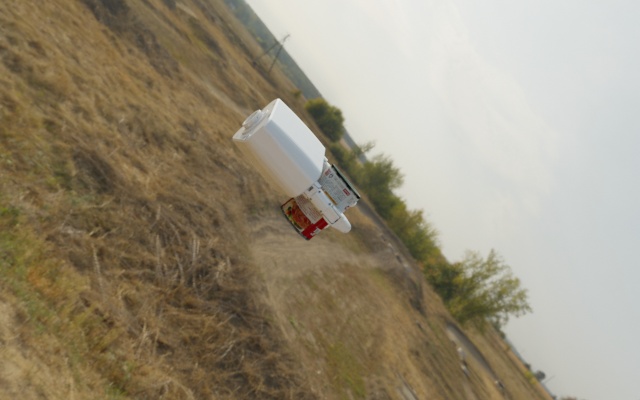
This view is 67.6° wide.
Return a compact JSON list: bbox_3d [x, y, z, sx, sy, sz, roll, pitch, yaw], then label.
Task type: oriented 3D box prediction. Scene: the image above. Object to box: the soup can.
[{"bbox_3d":[0.001,0.003,0.711,0.102,0.068,0.068,-39,-5,6],"label":"soup can"}]
